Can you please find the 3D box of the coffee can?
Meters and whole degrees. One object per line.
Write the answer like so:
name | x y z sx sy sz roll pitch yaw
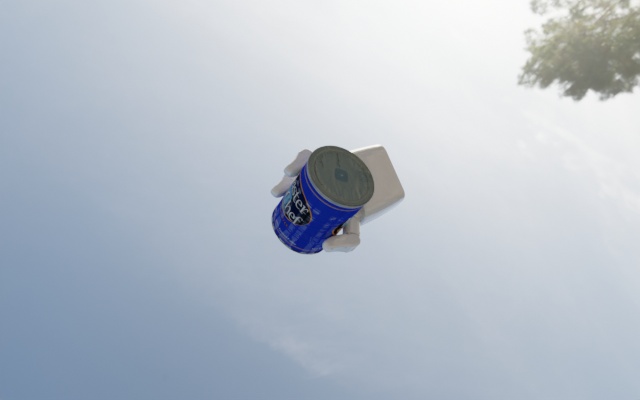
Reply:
coffee can | 0.000 0.002 0.702 0.103 0.102 0.140 0 -33 -31
